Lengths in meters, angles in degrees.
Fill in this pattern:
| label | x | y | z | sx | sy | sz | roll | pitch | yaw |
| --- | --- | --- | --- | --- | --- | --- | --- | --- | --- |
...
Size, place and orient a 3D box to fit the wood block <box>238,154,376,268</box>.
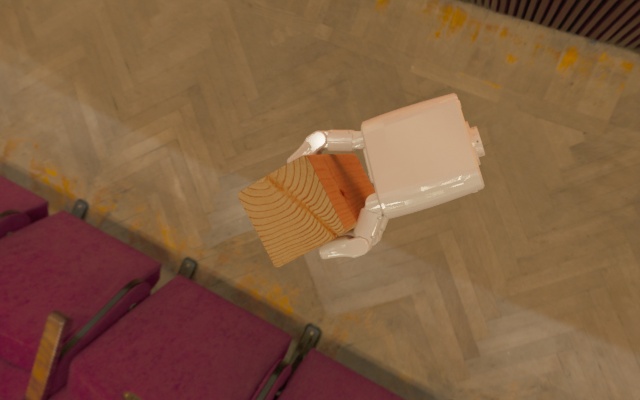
| label | x | y | z | sx | sy | sz | roll | pitch | yaw |
| --- | --- | --- | --- | --- | --- | --- | --- | --- | --- |
| wood block | 0.000 | 0.001 | 0.580 | 0.090 | 0.091 | 0.206 | -29 | -4 | 18 |
